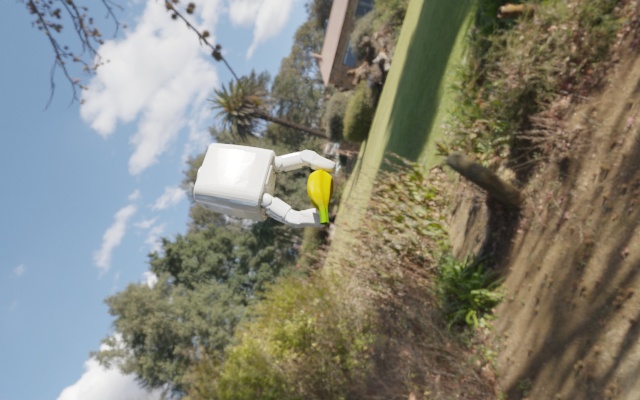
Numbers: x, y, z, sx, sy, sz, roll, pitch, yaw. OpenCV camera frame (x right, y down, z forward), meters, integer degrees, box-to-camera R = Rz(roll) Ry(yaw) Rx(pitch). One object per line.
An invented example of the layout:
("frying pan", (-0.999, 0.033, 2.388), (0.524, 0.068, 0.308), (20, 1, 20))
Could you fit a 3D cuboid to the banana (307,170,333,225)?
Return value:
("banana", (0.000, -0.015, 0.760), (0.037, 0.069, 0.197), (2, 10, 3))
